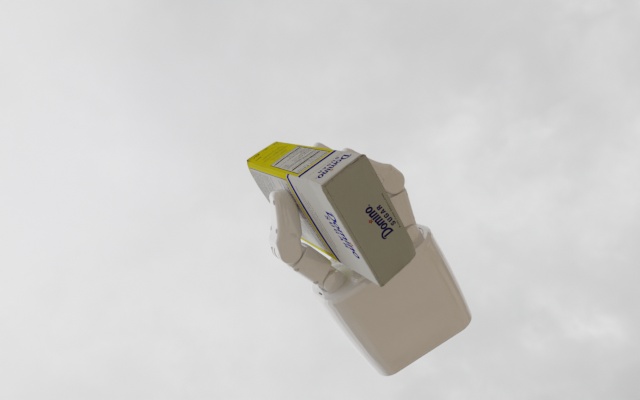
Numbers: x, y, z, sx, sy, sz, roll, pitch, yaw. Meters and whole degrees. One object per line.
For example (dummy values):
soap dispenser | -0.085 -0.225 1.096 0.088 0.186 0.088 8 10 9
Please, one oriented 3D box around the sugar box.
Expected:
sugar box | 0.001 0.001 0.404 0.048 0.093 0.176 -38 24 -17
